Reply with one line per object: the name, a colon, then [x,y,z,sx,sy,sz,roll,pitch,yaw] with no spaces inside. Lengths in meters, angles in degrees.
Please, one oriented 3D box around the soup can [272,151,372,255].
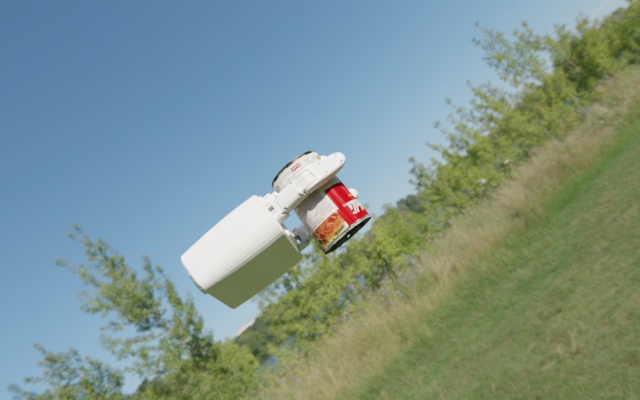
soup can: [0.000,0.001,0.548,0.068,0.102,0.068,-38,-12,-9]
